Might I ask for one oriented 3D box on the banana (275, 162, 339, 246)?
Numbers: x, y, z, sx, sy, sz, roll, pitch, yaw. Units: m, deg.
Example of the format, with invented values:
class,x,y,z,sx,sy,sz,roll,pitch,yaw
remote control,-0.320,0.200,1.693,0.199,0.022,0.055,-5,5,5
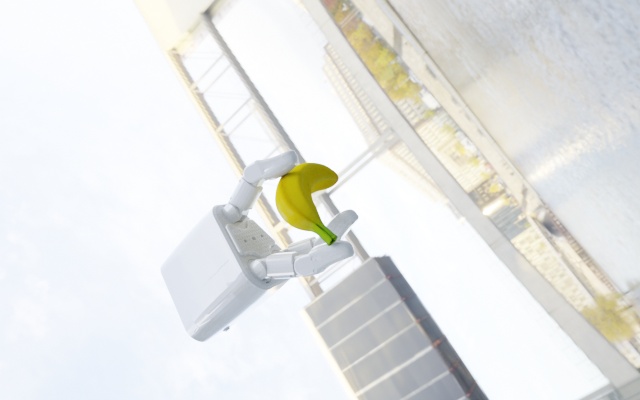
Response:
class,x,y,z,sx,sy,sz,roll,pitch,yaw
banana,-0.014,-0.009,0.523,0.069,0.037,0.197,40,19,-11
